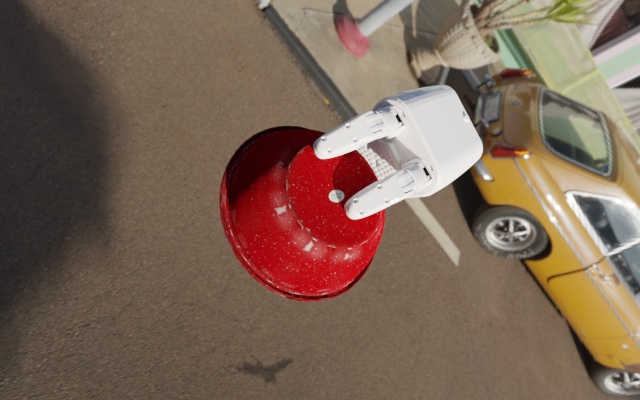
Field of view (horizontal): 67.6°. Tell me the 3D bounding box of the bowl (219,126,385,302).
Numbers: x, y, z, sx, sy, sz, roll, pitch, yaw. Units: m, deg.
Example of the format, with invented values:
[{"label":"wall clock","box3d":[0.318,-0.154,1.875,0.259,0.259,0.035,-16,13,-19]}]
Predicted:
[{"label":"bowl","box3d":[-0.001,0.002,0.404,0.162,0.162,0.055,0,-16,-31]}]
